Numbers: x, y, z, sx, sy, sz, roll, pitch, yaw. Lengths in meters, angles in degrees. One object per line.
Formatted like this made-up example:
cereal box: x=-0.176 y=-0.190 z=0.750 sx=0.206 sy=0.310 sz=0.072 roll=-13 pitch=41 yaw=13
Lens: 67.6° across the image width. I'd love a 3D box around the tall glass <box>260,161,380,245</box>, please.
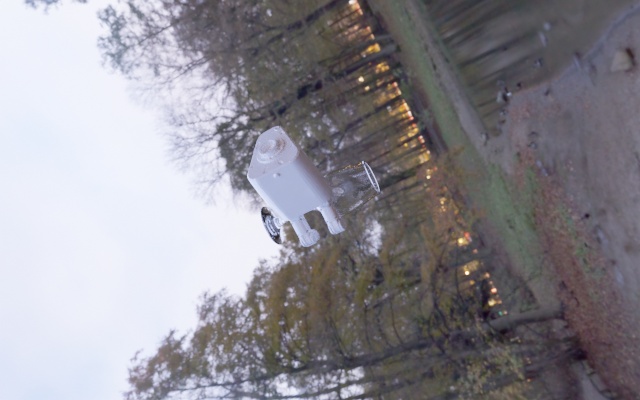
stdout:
tall glass: x=0.000 y=0.003 z=0.826 sx=0.201 sy=0.079 sz=0.079 roll=-26 pitch=-7 yaw=14
